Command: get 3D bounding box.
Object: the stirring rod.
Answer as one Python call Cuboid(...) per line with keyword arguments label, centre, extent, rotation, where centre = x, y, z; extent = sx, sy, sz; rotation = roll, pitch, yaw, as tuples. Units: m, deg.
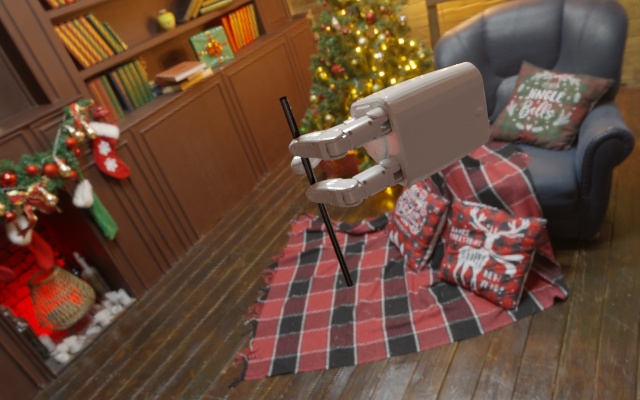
Cuboid(label="stirring rod", centre=(0.000, 0.002, 0.512), extent=(0.011, 0.240, 0.011), rotation=(-15, 29, 9))
